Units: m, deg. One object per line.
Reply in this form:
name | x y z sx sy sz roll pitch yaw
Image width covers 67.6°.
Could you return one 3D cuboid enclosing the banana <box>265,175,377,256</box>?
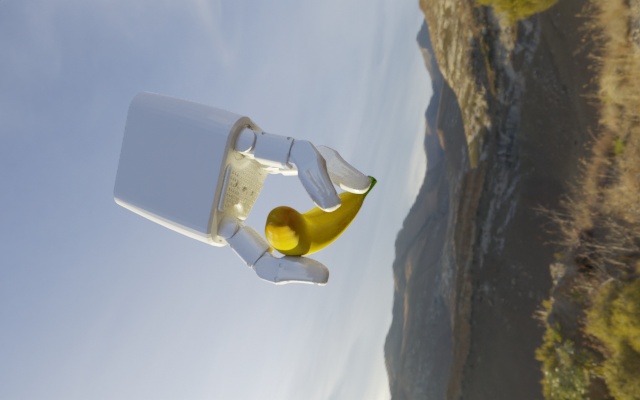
banana | -0.005 0.017 0.431 0.037 0.070 0.197 28 21 17
